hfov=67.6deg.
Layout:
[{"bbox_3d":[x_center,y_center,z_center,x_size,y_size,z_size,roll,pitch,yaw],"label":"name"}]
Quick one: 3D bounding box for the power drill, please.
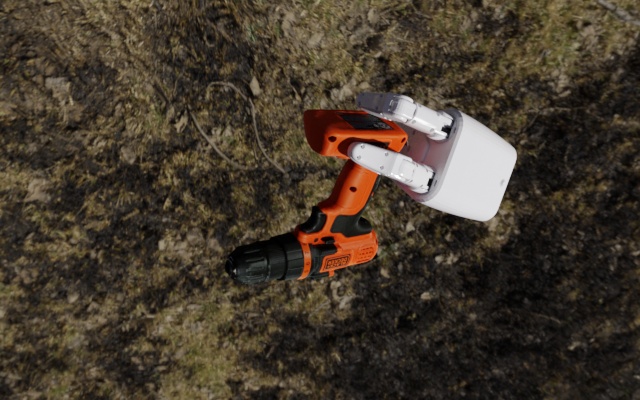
[{"bbox_3d":[0.000,0.001,0.490,0.184,0.188,0.057,-8,40,-35],"label":"power drill"}]
